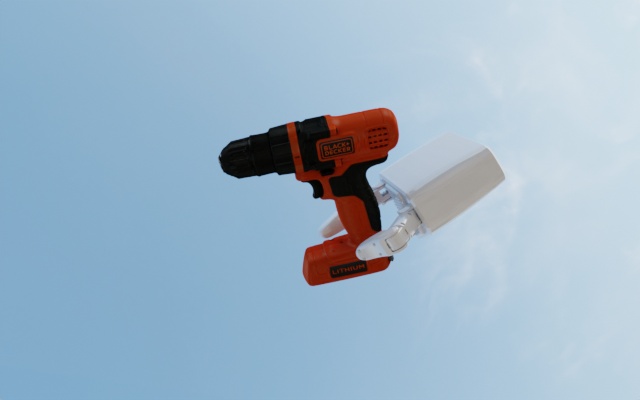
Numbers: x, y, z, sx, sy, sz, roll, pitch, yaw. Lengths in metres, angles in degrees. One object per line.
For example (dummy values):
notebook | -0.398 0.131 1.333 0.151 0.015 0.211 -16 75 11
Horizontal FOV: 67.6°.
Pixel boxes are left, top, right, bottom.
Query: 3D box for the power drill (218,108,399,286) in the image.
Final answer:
power drill | 0.000 0.002 0.517 0.184 0.188 0.057 -11 30 0
